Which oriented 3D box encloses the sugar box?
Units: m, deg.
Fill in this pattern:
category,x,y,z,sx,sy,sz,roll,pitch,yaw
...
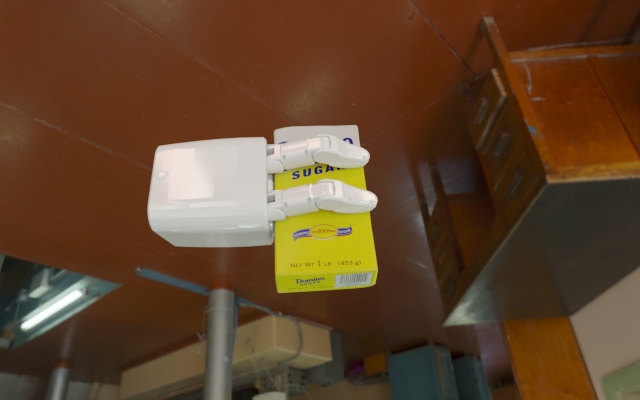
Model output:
category,x,y,z,sx,sy,sz,roll,pitch,yaw
sugar box,0.000,0.001,0.478,0.093,0.176,0.048,-3,-32,-4
